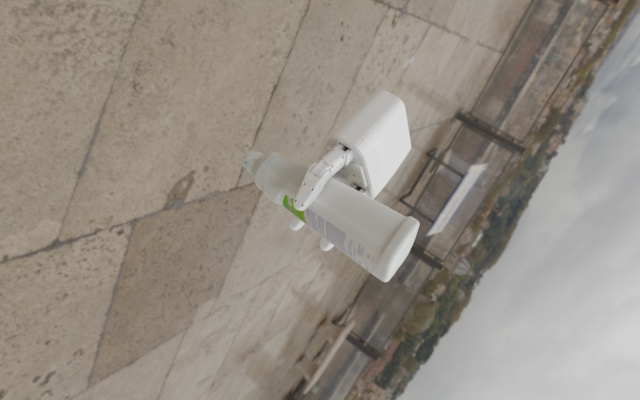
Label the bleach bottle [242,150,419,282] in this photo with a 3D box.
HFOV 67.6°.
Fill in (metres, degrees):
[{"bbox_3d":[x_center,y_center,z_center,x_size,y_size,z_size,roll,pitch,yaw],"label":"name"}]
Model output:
[{"bbox_3d":[0.000,0.002,0.619,0.251,0.068,0.103,33,-26,18],"label":"bleach bottle"}]
